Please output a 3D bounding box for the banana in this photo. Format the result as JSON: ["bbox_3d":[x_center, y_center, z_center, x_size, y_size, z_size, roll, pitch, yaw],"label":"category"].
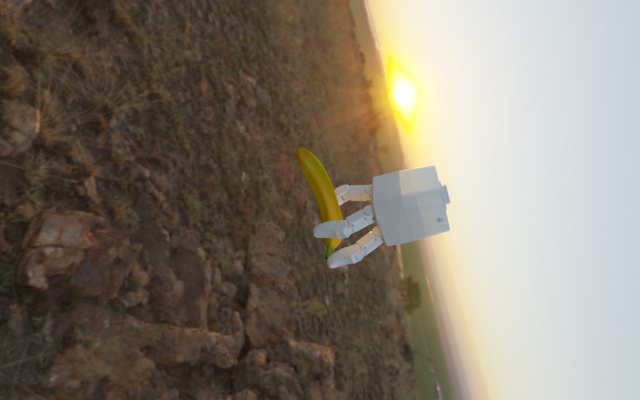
[{"bbox_3d":[0.004,-0.002,0.778,0.037,0.198,0.069,-12,21,15],"label":"banana"}]
